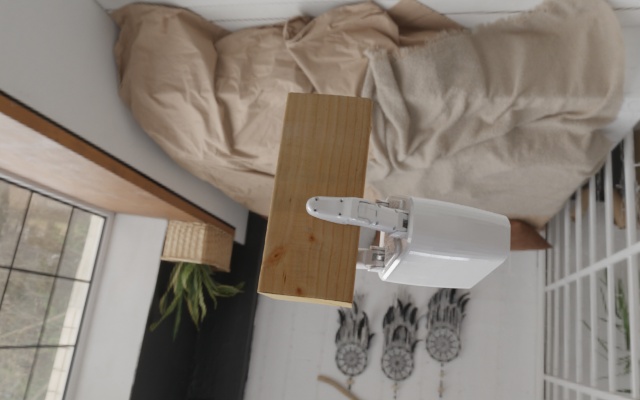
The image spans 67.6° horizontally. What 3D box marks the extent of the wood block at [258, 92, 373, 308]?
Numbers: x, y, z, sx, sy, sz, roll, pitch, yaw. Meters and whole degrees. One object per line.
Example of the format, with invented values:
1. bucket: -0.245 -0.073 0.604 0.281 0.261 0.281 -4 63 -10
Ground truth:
1. wood block: 0.000 0.002 0.503 0.090 0.206 0.091 5 -15 6
